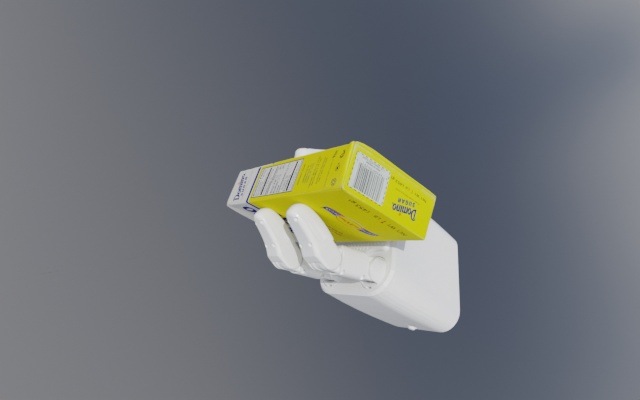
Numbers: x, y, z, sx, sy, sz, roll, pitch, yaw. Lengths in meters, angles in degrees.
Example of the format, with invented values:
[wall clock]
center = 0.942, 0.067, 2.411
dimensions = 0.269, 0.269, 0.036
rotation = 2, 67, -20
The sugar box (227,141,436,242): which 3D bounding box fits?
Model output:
[sugar box]
center = 0.000, 0.002, 0.417
dimensions = 0.093, 0.048, 0.176
rotation = 31, -25, -30
